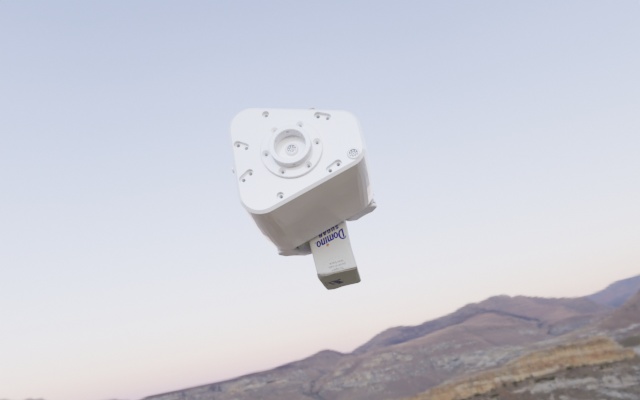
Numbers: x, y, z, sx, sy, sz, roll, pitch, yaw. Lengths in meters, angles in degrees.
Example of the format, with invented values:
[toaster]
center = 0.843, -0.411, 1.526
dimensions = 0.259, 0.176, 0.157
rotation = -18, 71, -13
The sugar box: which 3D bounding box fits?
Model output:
[sugar box]
center = -0.001, 0.002, 0.513
dimensions = 0.048, 0.176, 0.093
rotation = -13, -20, 3
